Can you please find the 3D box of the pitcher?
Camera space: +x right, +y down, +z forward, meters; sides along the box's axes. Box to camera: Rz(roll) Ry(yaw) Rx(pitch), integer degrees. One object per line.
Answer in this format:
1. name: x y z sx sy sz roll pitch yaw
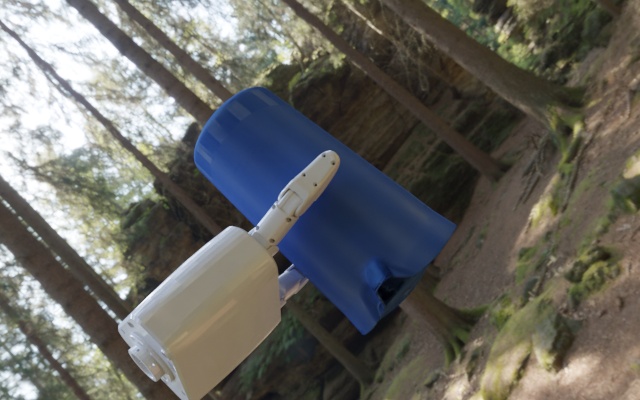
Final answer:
1. pitcher: 0.000 0.002 0.475 0.145 0.243 0.149 -43 -12 -32
